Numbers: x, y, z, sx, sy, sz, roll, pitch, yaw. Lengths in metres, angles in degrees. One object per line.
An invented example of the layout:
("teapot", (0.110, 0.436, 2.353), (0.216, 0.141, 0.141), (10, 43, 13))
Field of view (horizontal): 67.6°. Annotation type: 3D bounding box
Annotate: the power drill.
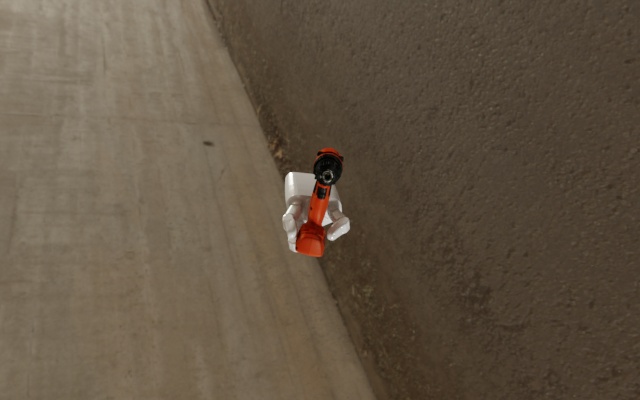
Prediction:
("power drill", (0.000, 0.003, 0.871), (0.057, 0.188, 0.184), (15, 15, 0))
